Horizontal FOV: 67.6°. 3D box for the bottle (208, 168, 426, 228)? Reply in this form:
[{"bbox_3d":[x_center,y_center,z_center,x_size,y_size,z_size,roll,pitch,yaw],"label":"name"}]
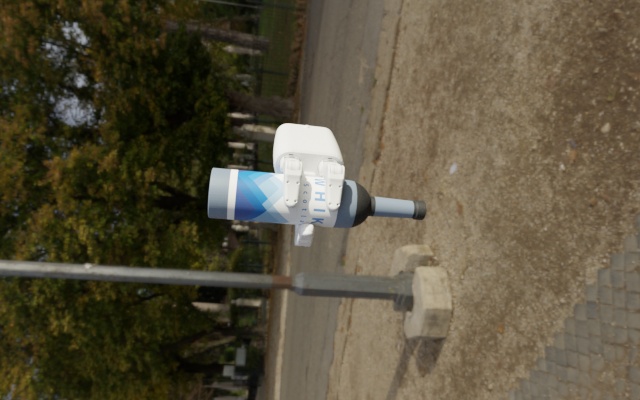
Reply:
[{"bbox_3d":[0.000,0.002,0.653,0.296,0.069,0.069,5,-1,-9],"label":"bottle"}]
